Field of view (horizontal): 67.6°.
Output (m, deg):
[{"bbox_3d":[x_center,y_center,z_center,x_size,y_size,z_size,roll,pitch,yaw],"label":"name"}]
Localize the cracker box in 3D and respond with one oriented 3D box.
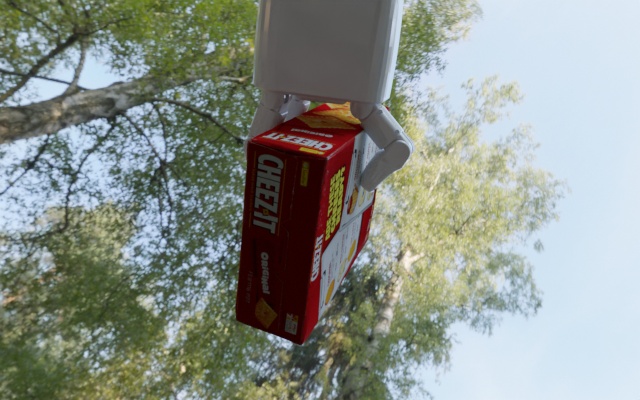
[{"bbox_3d":[0.000,0.001,0.455,0.072,0.164,0.213,14,24,16],"label":"cracker box"}]
